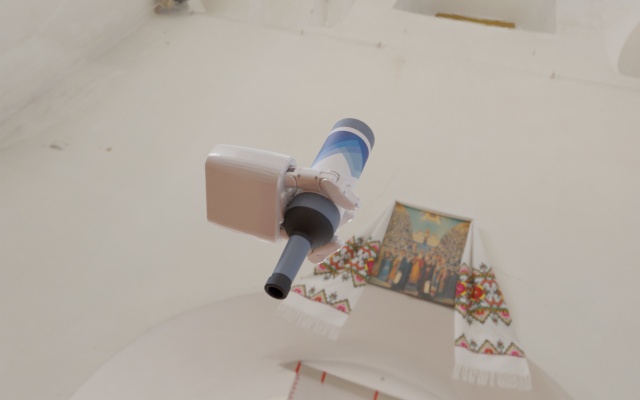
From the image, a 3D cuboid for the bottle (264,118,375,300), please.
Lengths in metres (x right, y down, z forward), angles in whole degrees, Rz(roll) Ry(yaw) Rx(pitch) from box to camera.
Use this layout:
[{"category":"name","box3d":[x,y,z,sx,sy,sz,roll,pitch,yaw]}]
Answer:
[{"category":"bottle","box3d":[0.000,0.002,0.615,0.069,0.069,0.295,0,42,27]}]
